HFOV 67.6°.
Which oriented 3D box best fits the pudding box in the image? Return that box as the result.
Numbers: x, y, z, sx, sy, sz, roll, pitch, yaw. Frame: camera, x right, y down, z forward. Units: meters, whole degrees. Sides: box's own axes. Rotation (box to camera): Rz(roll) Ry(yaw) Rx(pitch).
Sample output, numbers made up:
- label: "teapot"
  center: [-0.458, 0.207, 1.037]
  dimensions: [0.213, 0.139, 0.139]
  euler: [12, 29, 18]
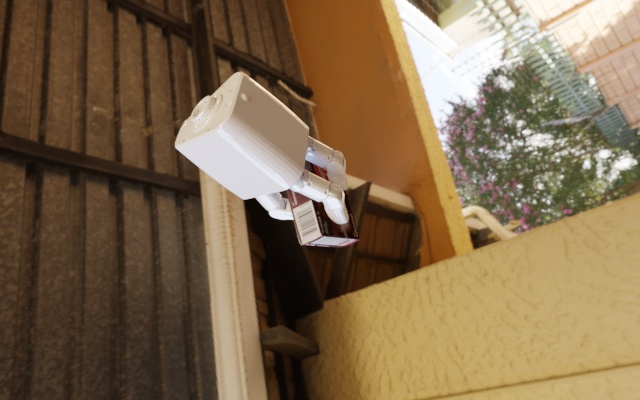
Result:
- label: "pudding box"
  center: [0.000, 0.002, 0.611]
  dimensions: [0.039, 0.113, 0.090]
  euler: [-24, -20, 31]
